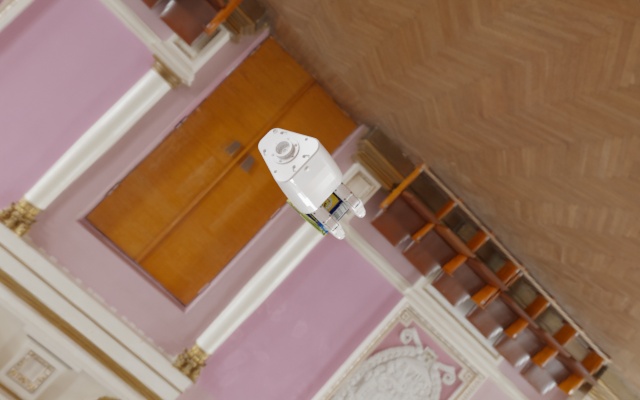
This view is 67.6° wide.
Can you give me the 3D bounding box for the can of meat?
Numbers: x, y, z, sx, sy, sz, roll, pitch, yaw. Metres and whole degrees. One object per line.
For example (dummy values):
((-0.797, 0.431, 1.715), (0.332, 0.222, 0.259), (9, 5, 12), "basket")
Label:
((0.000, 0.003, 0.879), (0.102, 0.084, 0.057), (40, -7, 31), "can of meat")
